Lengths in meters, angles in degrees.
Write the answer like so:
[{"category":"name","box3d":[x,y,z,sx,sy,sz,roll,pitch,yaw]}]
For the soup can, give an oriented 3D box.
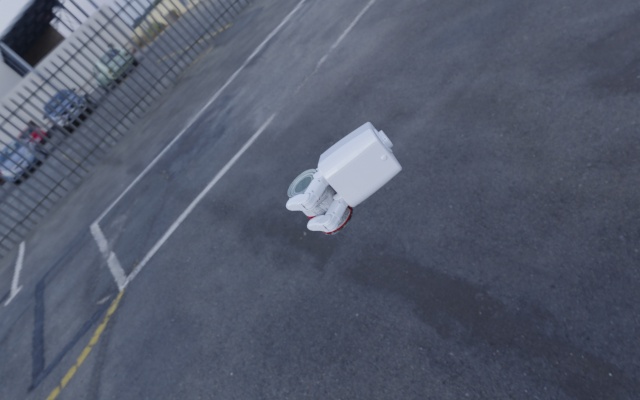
[{"category":"soup can","box3d":[0.000,0.003,0.827,0.068,0.068,0.102,0,-40,52]}]
